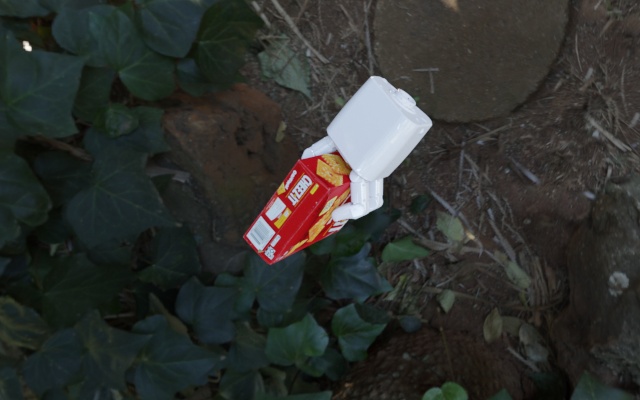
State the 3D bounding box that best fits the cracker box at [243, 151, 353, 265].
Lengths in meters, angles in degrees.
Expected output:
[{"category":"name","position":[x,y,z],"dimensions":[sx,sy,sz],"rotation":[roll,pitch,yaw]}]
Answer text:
[{"category":"cracker box","position":[0.000,0.002,0.761],"dimensions":[0.164,0.072,0.213],"rotation":[-52,-16,28]}]
